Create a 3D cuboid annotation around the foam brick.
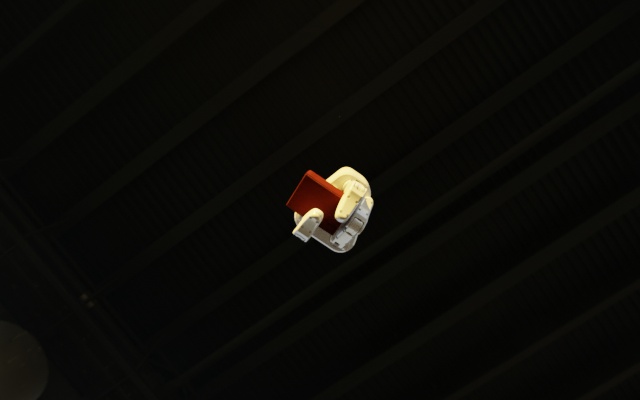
[{"bbox_3d":[0.000,0.002,0.653,0.078,0.053,0.051,34,10,-4],"label":"foam brick"}]
